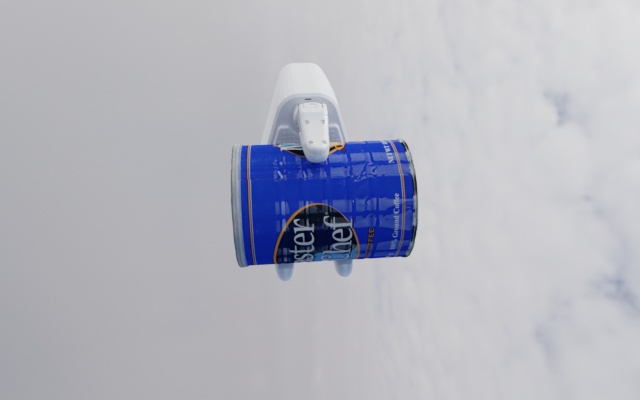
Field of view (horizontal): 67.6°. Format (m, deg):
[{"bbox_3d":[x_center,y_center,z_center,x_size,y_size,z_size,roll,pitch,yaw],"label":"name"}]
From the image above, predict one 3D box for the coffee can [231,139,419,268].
[{"bbox_3d":[0.000,0.001,0.404,0.140,0.103,0.103,-3,0,-5],"label":"coffee can"}]
